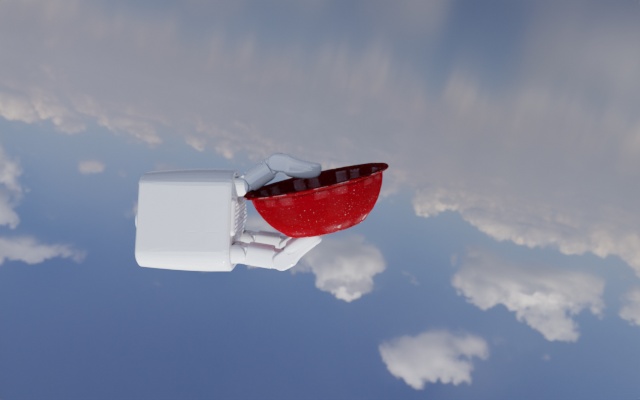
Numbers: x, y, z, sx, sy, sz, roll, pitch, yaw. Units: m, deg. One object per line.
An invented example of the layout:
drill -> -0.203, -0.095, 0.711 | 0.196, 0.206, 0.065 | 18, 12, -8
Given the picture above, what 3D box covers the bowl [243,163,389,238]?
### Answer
bowl -> 0.001, 0.002, 0.526 | 0.162, 0.055, 0.162 | -13, 8, 2
